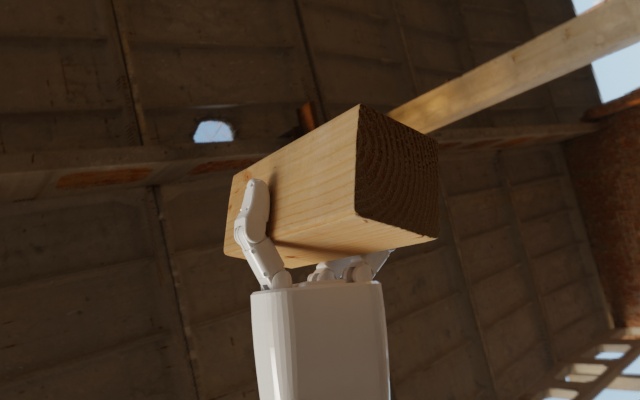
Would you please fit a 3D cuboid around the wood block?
[{"bbox_3d":[0.000,0.002,0.442,0.091,0.090,0.206,17,-23,-33],"label":"wood block"}]
